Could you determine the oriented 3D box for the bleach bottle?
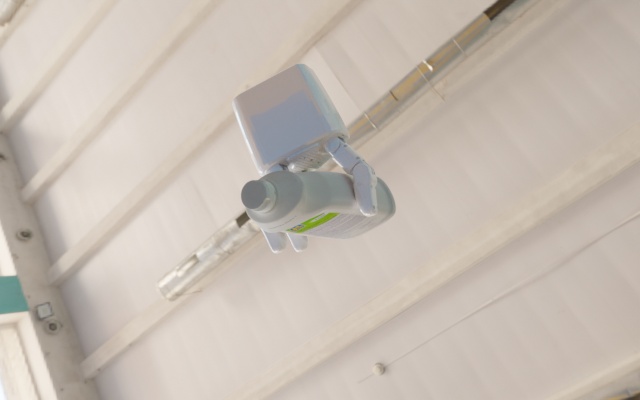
[{"bbox_3d":[0.000,0.002,0.554,0.102,0.068,0.251,-32,-18,21],"label":"bleach bottle"}]
